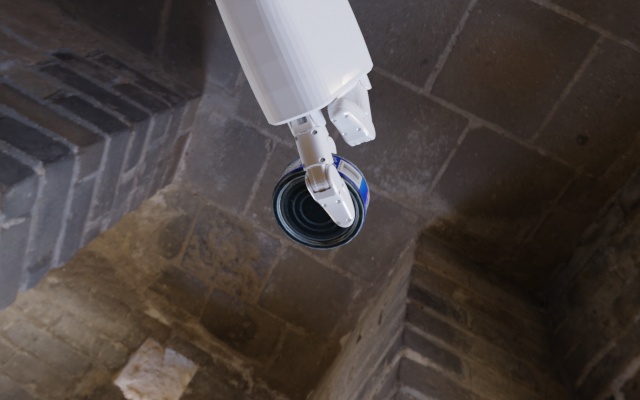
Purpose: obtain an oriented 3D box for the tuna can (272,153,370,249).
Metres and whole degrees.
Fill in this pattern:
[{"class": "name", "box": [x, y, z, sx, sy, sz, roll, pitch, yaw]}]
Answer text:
[{"class": "tuna can", "box": [0.000, 0.002, 0.431, 0.086, 0.086, 0.033, 0, 30, 12]}]
